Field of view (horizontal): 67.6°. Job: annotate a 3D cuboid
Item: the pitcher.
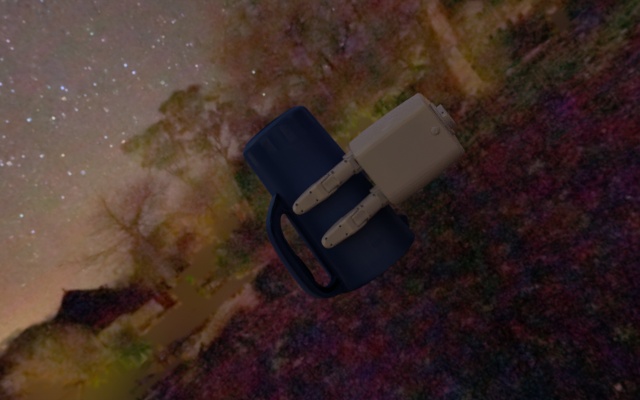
[{"bbox_3d":[0.000,0.002,0.648,0.145,0.243,0.149,-37,4,19],"label":"pitcher"}]
